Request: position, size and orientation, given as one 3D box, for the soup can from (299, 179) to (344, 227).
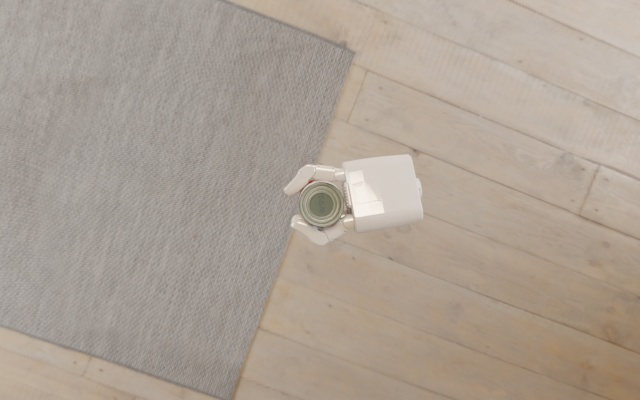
[{"bbox_3d":[0.000,0.002,0.738,0.068,0.068,0.102,0,5,-2],"label":"soup can"}]
